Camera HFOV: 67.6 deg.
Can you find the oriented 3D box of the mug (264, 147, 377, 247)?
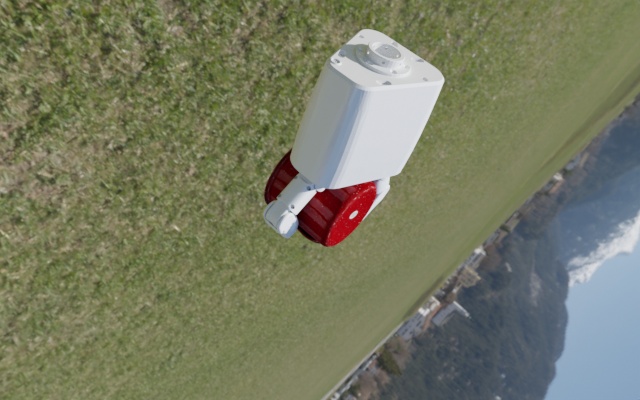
[{"bbox_3d":[0.000,0.003,0.501,0.081,0.117,0.093,40,46,19],"label":"mug"}]
